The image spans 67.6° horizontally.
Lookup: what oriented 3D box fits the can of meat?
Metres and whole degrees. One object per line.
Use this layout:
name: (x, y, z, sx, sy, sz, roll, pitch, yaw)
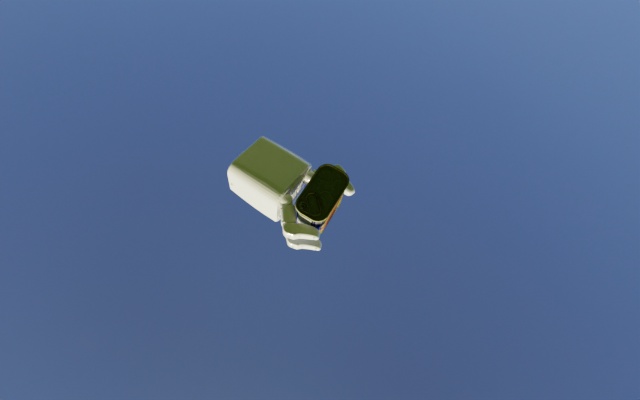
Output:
can of meat: (0.000, 0.003, 0.800, 0.057, 0.102, 0.084, 30, -23, 8)
